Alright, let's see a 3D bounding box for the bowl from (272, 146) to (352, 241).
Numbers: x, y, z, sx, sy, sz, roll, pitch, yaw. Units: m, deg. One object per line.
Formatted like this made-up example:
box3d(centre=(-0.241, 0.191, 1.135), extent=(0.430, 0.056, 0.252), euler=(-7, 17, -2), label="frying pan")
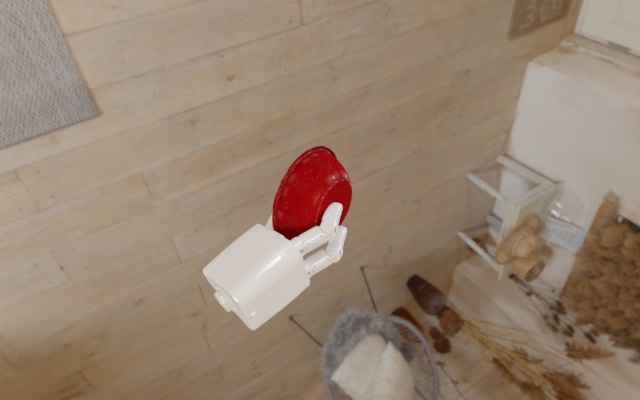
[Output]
box3d(centre=(0.001, 0.001, 0.721), extent=(0.055, 0.162, 0.162), euler=(24, 12, 30), label="bowl")
